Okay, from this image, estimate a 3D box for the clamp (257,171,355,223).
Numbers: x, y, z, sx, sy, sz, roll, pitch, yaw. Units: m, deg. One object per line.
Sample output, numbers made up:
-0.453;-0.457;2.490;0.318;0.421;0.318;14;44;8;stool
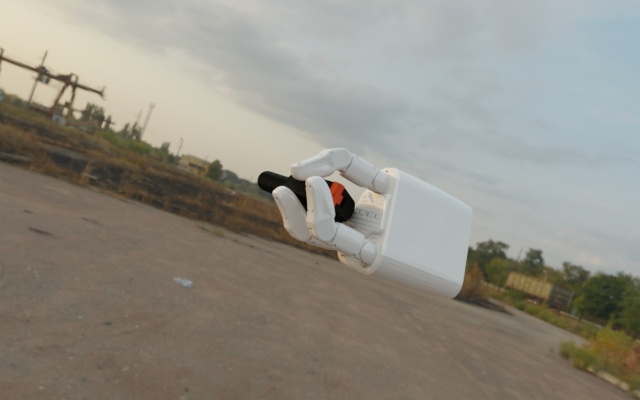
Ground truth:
0.000;0.001;0.540;0.120;0.039;0.171;23;-3;-21;clamp
